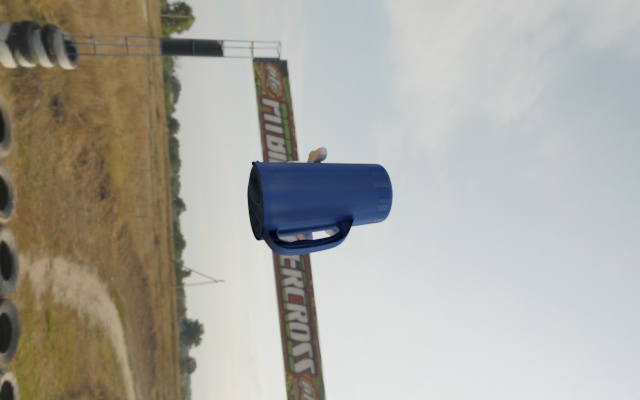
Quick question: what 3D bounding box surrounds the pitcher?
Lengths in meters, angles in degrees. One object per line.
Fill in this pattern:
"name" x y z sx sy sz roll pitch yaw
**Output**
"pitcher" 0.000 0.003 0.826 0.243 0.149 0.145 -4 8 -18
